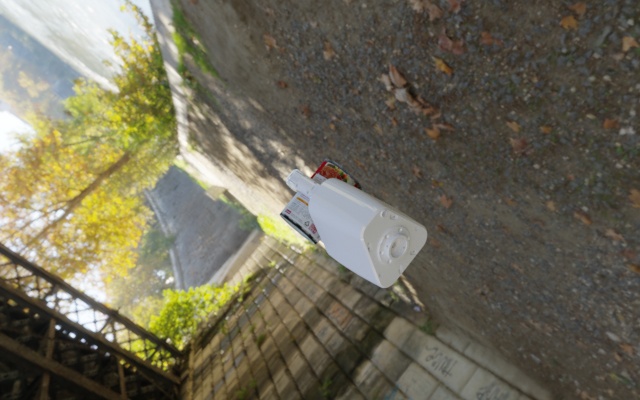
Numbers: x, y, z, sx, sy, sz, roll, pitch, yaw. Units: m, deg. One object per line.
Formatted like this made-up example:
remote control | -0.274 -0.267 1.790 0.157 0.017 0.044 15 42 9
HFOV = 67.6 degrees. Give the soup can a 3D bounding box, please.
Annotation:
soup can | 0.000 0.002 0.666 0.068 0.102 0.068 39 -8 7
